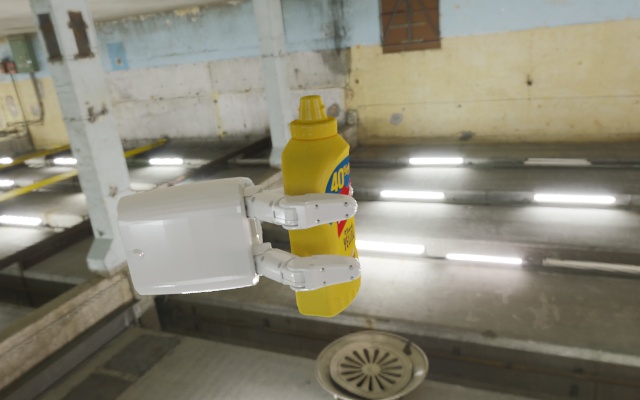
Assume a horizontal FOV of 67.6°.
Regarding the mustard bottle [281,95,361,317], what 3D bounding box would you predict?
[{"bbox_3d":[0.000,0.002,0.437,0.058,0.192,0.096,2,21,21],"label":"mustard bottle"}]
